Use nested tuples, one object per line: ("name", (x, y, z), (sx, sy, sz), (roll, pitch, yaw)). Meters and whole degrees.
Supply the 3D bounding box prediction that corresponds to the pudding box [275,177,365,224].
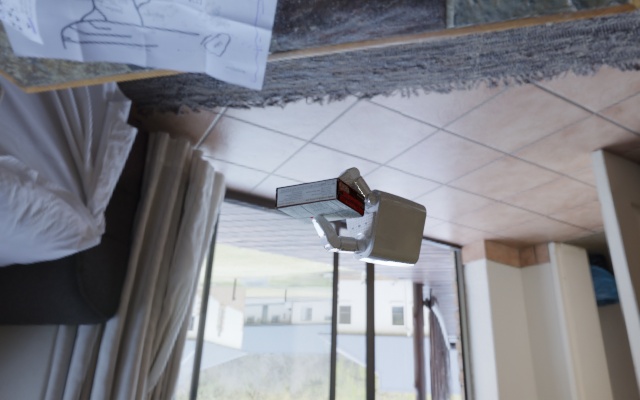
("pudding box", (0.000, 0.003, 0.737), (0.113, 0.039, 0.090), (-10, -24, 29))
